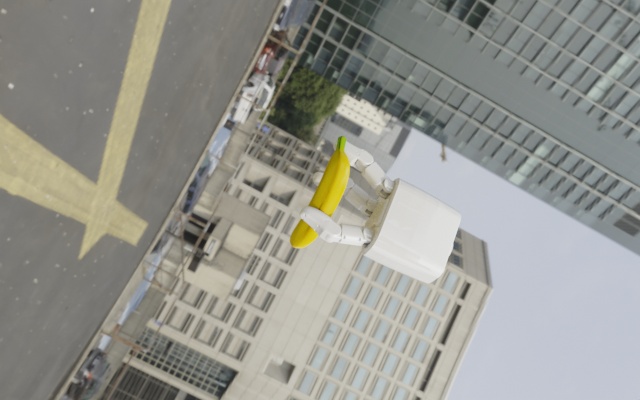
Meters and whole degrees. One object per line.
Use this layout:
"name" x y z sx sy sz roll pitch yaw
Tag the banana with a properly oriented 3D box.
"banana" -0.001 0.009 0.676 0.037 0.198 0.069 24 29 -6
